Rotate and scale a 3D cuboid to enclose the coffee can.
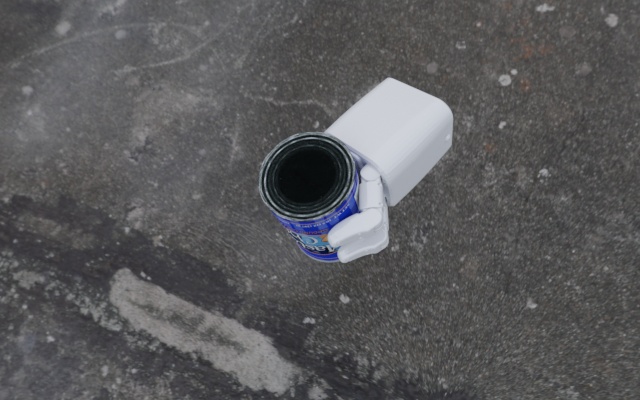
[{"bbox_3d":[0.000,0.002,0.546,0.103,0.102,0.140,0,-24,13],"label":"coffee can"}]
